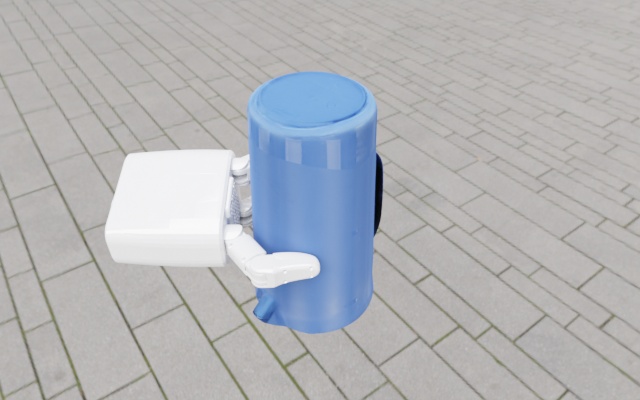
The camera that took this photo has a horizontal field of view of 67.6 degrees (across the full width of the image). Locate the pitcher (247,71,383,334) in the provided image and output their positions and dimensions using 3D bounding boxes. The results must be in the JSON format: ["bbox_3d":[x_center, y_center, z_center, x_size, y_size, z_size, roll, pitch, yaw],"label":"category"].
[{"bbox_3d":[0.000,0.002,0.472,0.145,0.243,0.149,0,40,0],"label":"pitcher"}]
